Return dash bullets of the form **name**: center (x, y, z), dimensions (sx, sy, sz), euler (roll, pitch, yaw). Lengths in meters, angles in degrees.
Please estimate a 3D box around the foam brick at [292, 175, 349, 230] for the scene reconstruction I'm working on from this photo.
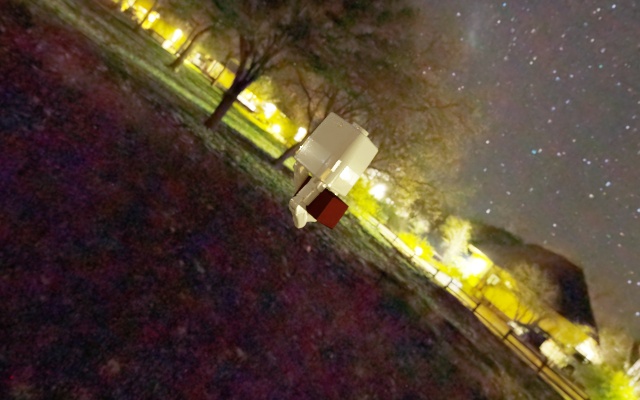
- **foam brick**: center (0.000, 0.003, 0.828), dimensions (0.078, 0.051, 0.053), euler (42, 6, 40)
